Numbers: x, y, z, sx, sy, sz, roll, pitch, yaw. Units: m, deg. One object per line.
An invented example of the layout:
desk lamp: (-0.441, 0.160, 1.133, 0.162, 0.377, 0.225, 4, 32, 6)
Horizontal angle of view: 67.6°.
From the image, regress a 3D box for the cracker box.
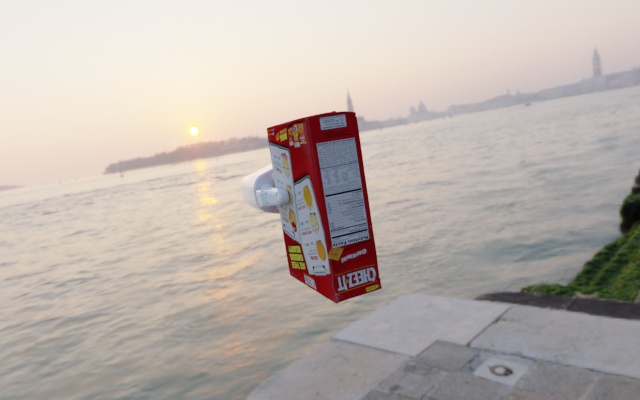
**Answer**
cracker box: (0.000, 0.002, 0.608, 0.072, 0.214, 0.164, -12, 8, -21)
